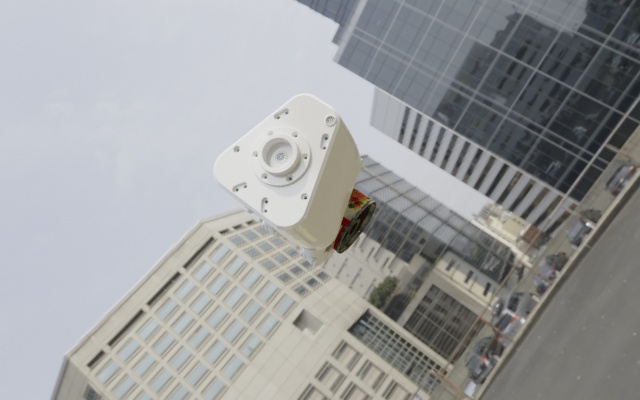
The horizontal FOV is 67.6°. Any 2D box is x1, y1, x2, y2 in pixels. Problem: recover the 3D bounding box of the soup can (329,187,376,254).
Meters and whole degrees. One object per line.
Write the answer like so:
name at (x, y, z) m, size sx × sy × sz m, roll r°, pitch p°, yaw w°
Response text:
soup can at (0.000, 0.002, 0.523) m, size 0.102 × 0.068 × 0.068 m, roll 35°, pitch 12°, yaw 17°
